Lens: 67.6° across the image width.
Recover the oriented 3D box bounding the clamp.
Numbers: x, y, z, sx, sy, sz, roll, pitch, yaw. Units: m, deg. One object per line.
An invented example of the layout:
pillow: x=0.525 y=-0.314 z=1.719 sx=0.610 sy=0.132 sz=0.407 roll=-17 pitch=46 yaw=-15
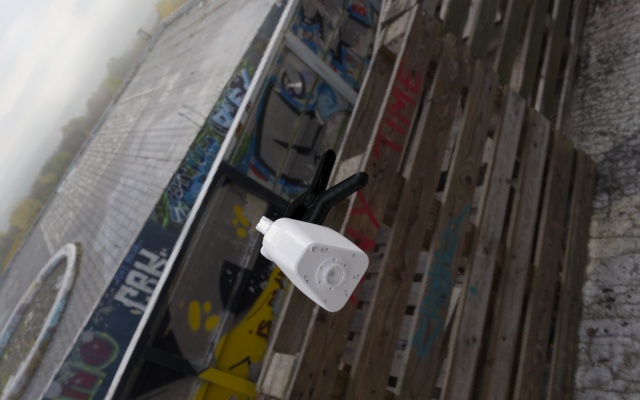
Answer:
clamp: x=0.000 y=0.002 z=0.738 sx=0.039 sy=0.171 sz=0.120 roll=34 pitch=-4 yaw=-31
